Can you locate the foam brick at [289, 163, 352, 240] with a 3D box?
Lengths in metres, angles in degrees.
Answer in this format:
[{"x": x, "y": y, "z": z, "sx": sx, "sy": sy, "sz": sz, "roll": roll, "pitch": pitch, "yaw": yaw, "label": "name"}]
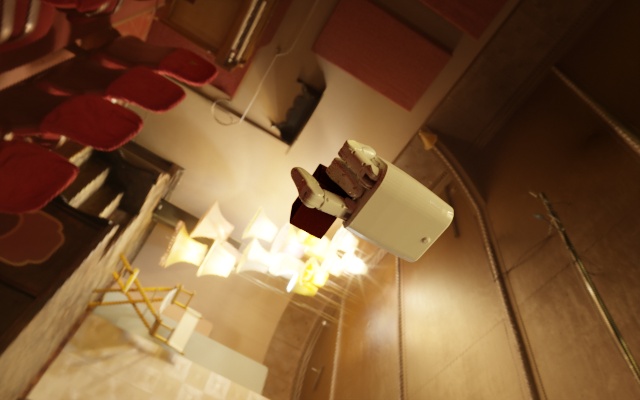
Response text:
[{"x": 0.000, "y": 0.002, "z": 0.633, "sx": 0.051, "sy": 0.078, "sz": 0.053, "roll": 29, "pitch": 28, "yaw": -13, "label": "foam brick"}]
